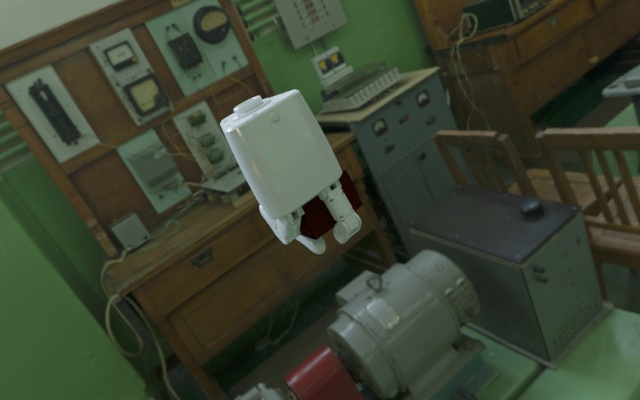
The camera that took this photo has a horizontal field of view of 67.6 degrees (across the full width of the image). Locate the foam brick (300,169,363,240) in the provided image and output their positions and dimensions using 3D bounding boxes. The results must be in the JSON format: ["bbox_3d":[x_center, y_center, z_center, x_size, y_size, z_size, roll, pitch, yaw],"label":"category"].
[{"bbox_3d":[0.000,0.002,0.570,0.078,0.051,0.053,-36,22,-22],"label":"foam brick"}]
